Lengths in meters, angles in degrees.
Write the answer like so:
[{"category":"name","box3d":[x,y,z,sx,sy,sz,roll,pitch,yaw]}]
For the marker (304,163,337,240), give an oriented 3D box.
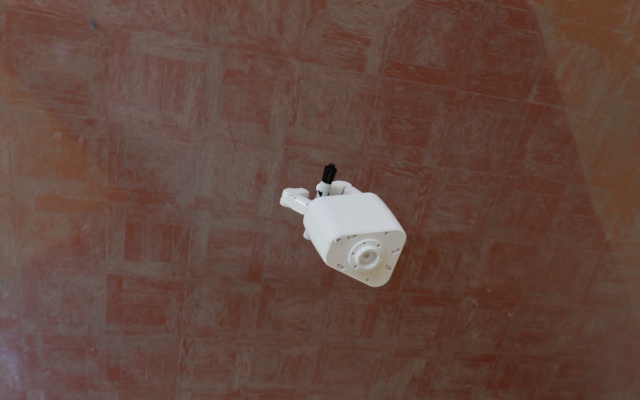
[{"category":"marker","box3d":[0.000,0.002,0.703,0.020,0.121,0.020,15,21,-6]}]
